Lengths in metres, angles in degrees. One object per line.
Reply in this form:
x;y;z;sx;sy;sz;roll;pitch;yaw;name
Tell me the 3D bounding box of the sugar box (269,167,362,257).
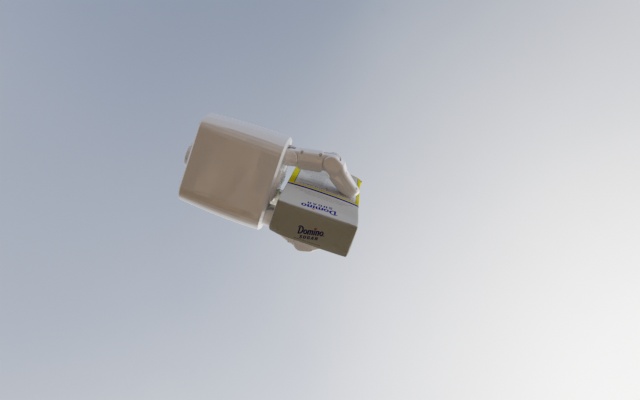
0.000;0.002;0.589;0.093;0.048;0.176;19;23;0;sugar box
